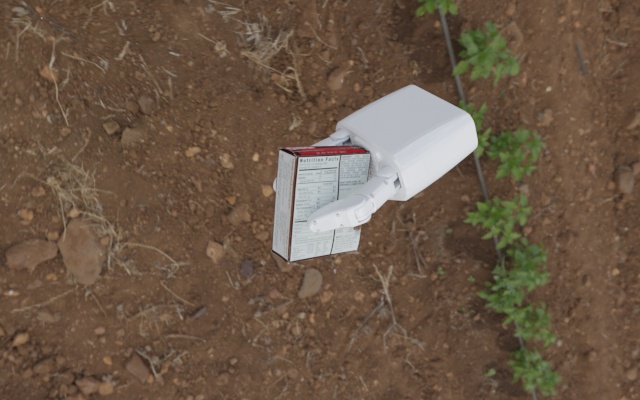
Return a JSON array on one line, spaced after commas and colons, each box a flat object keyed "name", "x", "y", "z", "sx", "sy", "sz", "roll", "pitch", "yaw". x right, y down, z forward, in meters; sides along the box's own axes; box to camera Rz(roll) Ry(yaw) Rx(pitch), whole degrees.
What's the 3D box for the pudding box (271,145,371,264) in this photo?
[{"name": "pudding box", "x": 0.000, "y": 0.002, "z": 0.482, "sx": 0.090, "sy": 0.113, "sz": 0.039, "roll": -5, "pitch": 19, "yaw": -32}]
